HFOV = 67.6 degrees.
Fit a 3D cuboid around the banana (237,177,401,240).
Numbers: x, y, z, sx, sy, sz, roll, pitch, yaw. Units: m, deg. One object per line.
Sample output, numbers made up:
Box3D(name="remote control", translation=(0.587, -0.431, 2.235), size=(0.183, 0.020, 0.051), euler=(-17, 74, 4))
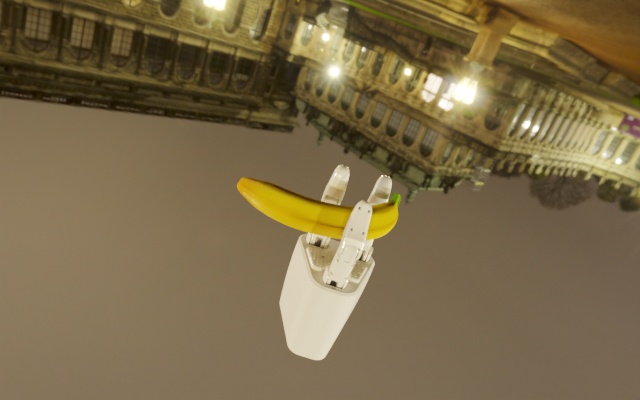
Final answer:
Box3D(name="banana", translation=(0.008, 0.012, 0.525), size=(0.198, 0.037, 0.069), euler=(7, 31, -20))
